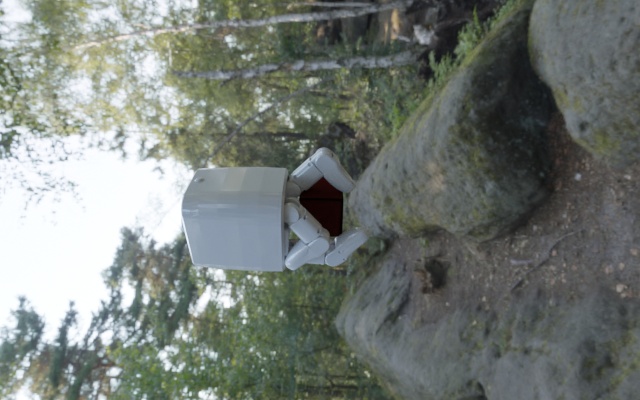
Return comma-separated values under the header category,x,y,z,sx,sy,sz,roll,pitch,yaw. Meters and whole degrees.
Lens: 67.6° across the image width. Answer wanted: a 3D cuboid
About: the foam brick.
category,x,y,z,sx,sy,sz,roll,pitch,yaw
foam brick,0.000,0.002,0.578,0.051,0.053,0.078,1,28,0
